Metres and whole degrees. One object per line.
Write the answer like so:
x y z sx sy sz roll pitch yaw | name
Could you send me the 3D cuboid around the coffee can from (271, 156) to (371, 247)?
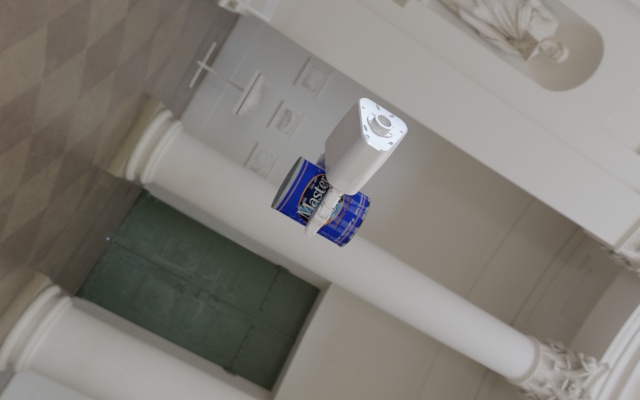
0.000 0.003 0.826 0.140 0.103 0.103 30 -6 -10 | coffee can
